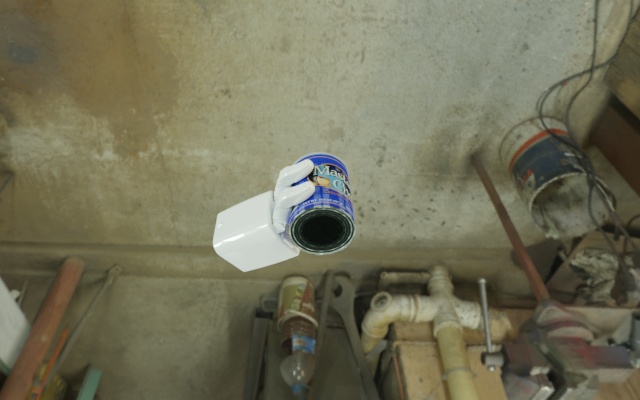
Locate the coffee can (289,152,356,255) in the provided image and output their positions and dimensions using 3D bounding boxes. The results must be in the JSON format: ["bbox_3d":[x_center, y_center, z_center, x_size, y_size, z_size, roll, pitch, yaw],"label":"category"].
[{"bbox_3d":[0.000,0.002,0.773,0.103,0.103,0.140,0,40,-3],"label":"coffee can"}]
